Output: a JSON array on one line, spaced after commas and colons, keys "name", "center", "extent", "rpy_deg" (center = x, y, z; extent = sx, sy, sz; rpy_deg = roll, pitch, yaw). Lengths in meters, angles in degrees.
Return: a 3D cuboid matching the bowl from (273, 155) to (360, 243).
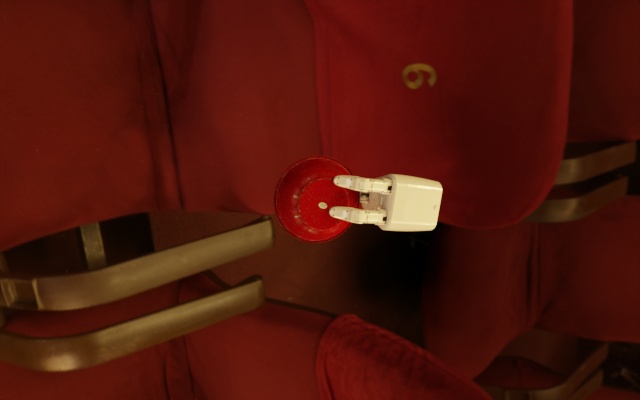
[{"name": "bowl", "center": [-0.001, 0.003, 0.843], "extent": [0.162, 0.162, 0.055], "rpy_deg": [0, 9, -13]}]
